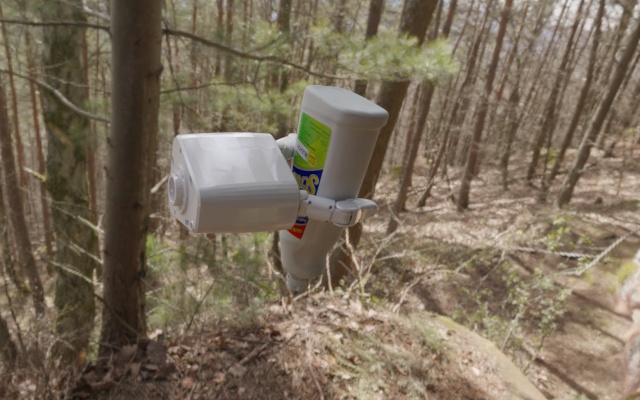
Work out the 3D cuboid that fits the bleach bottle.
[{"bbox_3d":[0.000,0.002,0.557,0.068,0.251,0.102,-4,30,-32],"label":"bleach bottle"}]
